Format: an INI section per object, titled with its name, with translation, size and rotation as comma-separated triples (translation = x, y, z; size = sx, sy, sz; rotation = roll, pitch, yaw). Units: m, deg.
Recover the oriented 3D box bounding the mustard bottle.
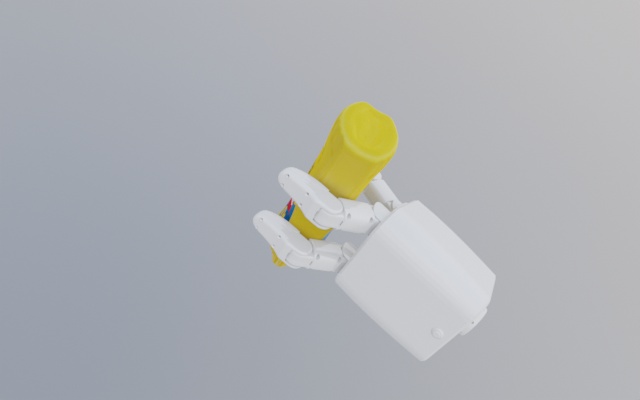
[mustard bottle]
translation = 0.000, 0.001, 0.461
size = 0.058, 0.192, 0.096
rotation = 30, 36, -6
